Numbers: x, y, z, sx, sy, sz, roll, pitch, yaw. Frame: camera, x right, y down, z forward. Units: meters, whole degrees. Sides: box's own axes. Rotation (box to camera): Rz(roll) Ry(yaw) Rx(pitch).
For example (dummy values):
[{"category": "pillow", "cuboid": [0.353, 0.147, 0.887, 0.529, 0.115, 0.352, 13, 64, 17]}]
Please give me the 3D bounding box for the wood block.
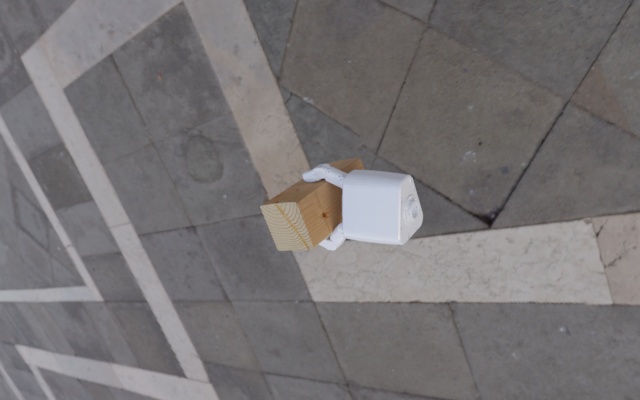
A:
[{"category": "wood block", "cuboid": [0.000, 0.003, 0.882, 0.090, 0.091, 0.206, -7, 20, 40]}]
